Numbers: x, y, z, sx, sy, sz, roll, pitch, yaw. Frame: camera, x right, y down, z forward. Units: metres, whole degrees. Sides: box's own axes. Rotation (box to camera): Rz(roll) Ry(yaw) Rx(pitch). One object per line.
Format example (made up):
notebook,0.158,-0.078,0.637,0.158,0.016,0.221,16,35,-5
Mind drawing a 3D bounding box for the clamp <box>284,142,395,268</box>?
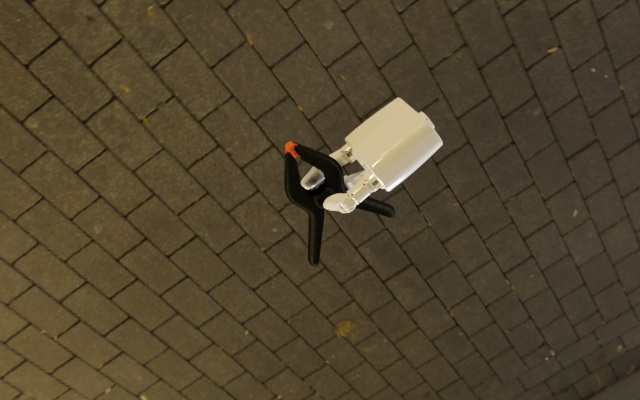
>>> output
clamp,0.000,0.002,0.749,0.164,0.210,0.036,-40,25,5
